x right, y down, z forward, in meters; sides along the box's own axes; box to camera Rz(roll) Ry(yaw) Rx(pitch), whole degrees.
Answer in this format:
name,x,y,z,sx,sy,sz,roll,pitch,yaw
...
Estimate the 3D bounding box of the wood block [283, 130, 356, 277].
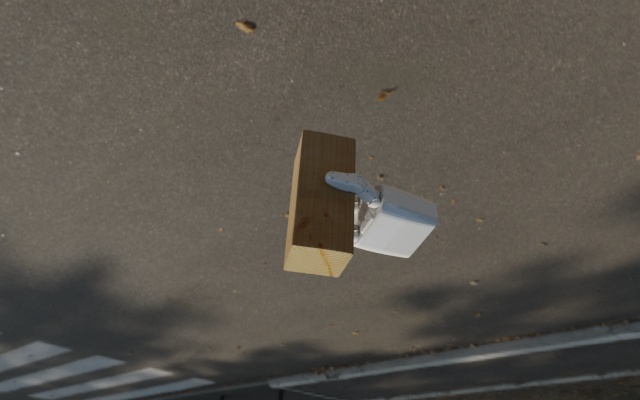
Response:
name,x,y,z,sx,sy,sz,roll,pitch,yaw
wood block,0.001,0.002,0.747,0.090,0.206,0.091,9,-32,-9
